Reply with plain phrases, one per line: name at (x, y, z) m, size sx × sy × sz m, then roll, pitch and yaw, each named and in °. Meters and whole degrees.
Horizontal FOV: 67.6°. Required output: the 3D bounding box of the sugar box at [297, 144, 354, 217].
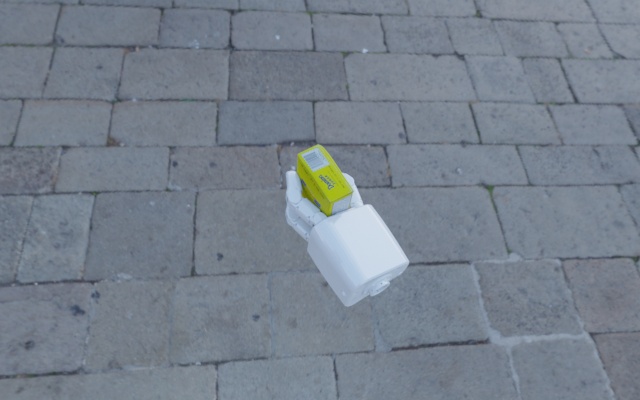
sugar box at (0.000, 0.003, 0.736) m, size 0.048 × 0.093 × 0.176 m, roll -25°, pitch -25°, yaw -19°
